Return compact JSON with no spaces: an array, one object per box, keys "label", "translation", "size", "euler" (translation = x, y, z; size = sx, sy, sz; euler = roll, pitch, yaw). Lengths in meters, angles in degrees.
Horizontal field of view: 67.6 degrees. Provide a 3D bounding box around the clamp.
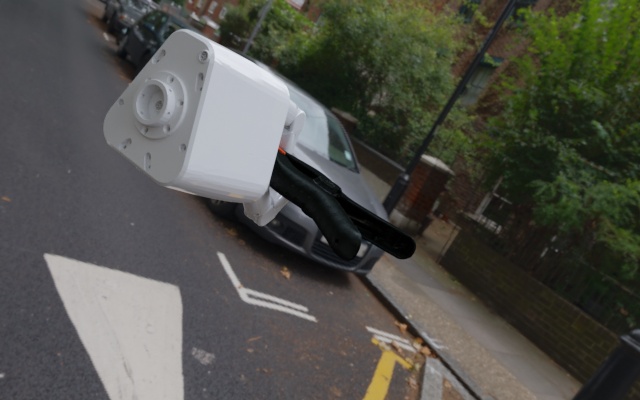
[{"label":"clamp","translation":[0.000,0.001,0.429],"size":[0.171,0.039,0.120],"euler":[34,8,23]}]
